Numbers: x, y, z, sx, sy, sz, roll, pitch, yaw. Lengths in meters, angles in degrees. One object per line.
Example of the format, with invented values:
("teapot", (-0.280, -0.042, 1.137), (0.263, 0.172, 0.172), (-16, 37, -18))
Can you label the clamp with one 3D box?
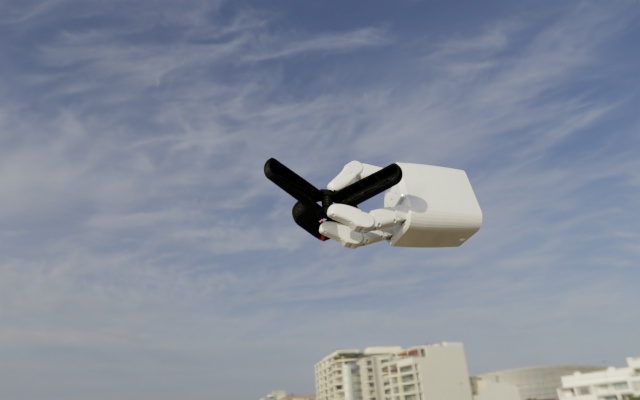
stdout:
("clamp", (0.000, 0.002, 0.641), (0.164, 0.036, 0.210), (6, -27, -9))
